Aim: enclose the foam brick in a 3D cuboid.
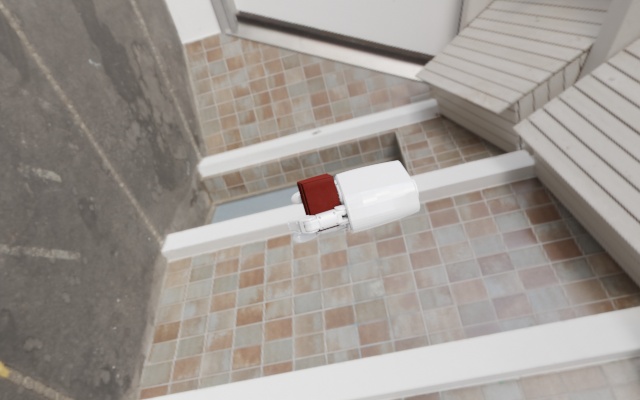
[{"bbox_3d":[0.000,0.002,0.730,0.051,0.078,0.053,-17,11,-7],"label":"foam brick"}]
